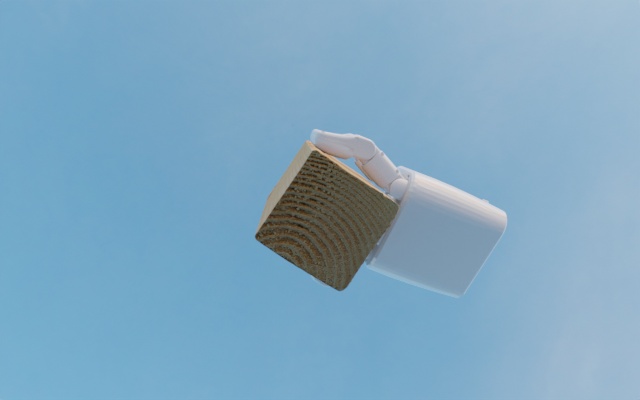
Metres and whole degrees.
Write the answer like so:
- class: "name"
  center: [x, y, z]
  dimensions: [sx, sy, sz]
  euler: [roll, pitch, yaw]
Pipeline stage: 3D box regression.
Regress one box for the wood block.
- class: "wood block"
  center: [0.000, 0.002, 0.490]
  dimensions: [0.090, 0.091, 0.206]
  euler: [33, 6, -8]
